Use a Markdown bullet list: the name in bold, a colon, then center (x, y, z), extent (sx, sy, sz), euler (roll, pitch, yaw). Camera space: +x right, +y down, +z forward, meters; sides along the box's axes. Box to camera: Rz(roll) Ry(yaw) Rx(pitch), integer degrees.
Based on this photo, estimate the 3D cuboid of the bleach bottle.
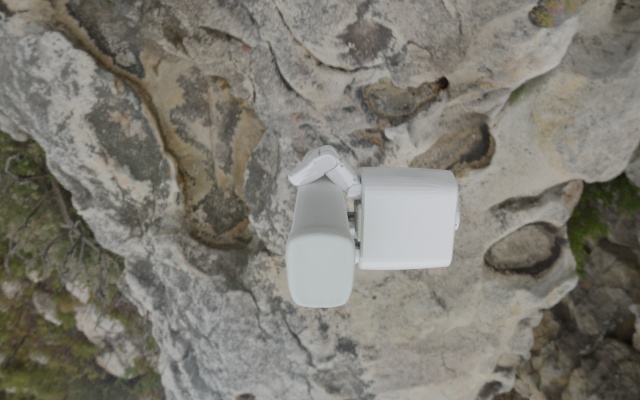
- **bleach bottle**: center (0.000, 0.002, 0.565), extent (0.068, 0.103, 0.250), euler (0, 35, 0)
